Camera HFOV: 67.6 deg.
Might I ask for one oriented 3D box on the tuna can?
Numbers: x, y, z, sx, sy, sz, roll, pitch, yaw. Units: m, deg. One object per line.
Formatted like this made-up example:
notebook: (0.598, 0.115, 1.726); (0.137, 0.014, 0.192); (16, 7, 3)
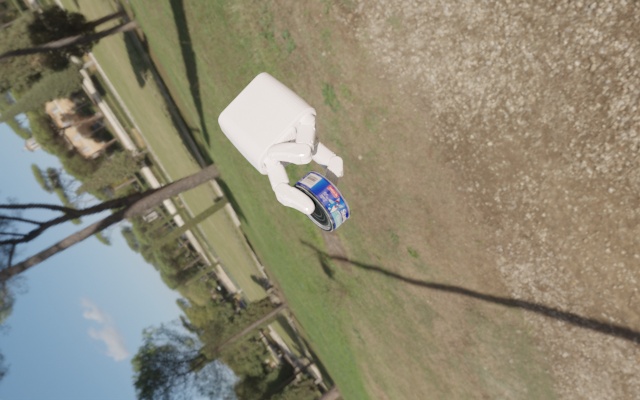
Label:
tuna can: (0.000, 0.003, 0.667); (0.033, 0.086, 0.086); (-40, 16, -19)
